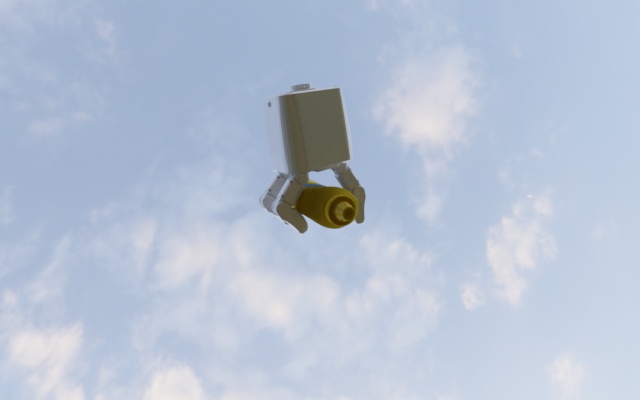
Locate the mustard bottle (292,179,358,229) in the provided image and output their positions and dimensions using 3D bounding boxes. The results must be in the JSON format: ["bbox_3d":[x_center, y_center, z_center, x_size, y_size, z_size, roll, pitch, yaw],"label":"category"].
[{"bbox_3d":[0.000,0.003,0.690,0.096,0.058,0.191,14,2,-24],"label":"mustard bottle"}]
